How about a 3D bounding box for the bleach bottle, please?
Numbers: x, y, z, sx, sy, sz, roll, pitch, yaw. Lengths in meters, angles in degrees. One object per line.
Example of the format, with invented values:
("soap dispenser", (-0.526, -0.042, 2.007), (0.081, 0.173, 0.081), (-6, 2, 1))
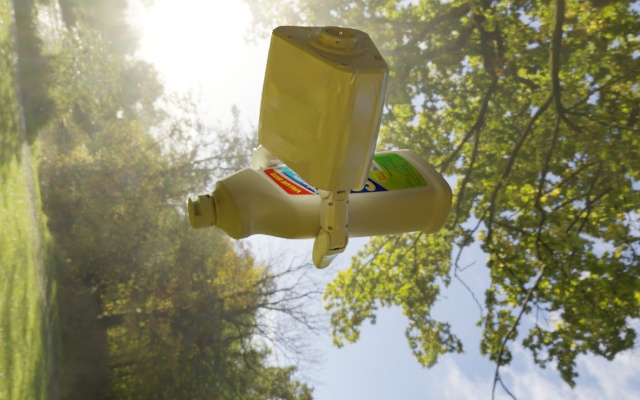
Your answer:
("bleach bottle", (0.000, 0.002, 0.475), (0.251, 0.068, 0.102), (-8, 40, -24))
